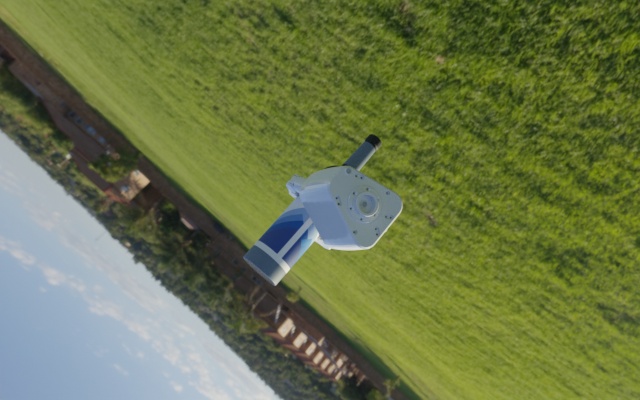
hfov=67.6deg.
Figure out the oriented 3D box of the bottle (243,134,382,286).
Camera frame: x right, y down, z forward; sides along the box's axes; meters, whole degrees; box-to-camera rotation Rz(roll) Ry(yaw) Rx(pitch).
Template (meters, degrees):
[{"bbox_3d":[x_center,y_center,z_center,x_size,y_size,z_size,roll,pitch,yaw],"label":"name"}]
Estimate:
[{"bbox_3d":[0.000,0.003,0.768,0.069,0.295,0.069,37,-17,14],"label":"bottle"}]
